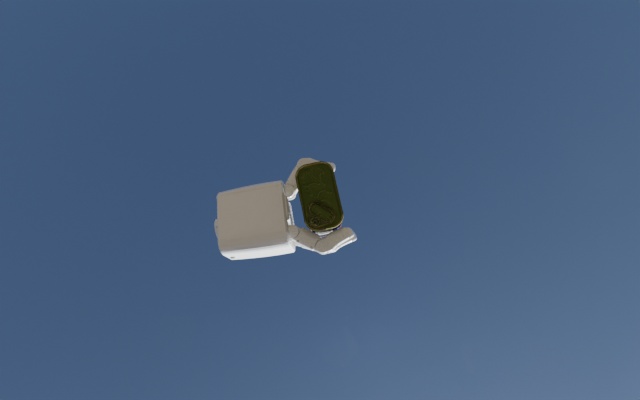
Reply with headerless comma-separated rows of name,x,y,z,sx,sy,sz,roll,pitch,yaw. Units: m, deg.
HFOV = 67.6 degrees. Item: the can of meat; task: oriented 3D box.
can of meat,0.000,0.002,0.729,0.057,0.102,0.084,-13,-14,0
